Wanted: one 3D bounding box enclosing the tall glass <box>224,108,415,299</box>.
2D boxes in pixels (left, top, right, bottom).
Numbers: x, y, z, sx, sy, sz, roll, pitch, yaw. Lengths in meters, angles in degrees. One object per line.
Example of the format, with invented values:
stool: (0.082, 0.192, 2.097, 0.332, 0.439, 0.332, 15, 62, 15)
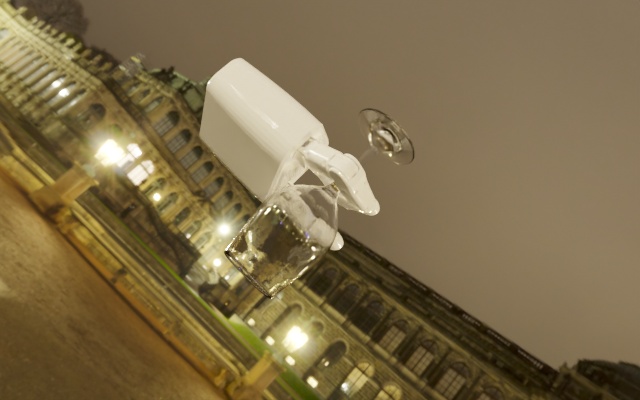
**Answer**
tall glass: (0.001, 0.001, 0.465, 0.201, 0.079, 0.079, -45, 16, -16)
